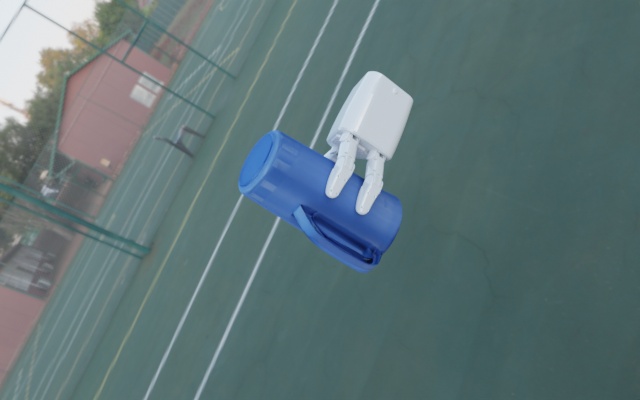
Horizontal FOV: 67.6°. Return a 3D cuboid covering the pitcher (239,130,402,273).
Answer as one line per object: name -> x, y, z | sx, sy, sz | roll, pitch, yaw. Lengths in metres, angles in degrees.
pitcher -> 0.000, 0.002, 0.737 | 0.243, 0.145, 0.149 | 30, -10, -25
